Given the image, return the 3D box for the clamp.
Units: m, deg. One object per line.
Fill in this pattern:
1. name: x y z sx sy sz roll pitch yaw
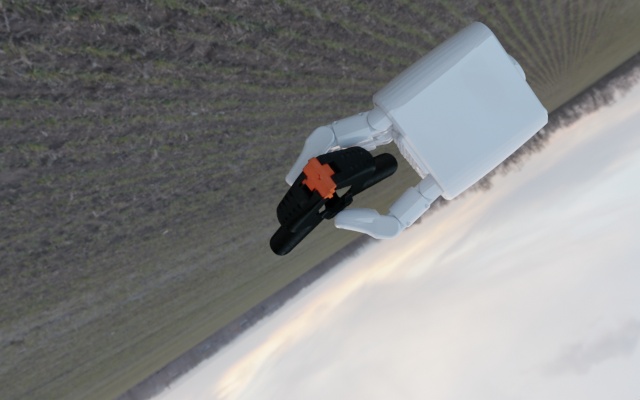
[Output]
1. clamp: 0.001 0.002 0.432 0.164 0.036 0.210 -39 -8 7
